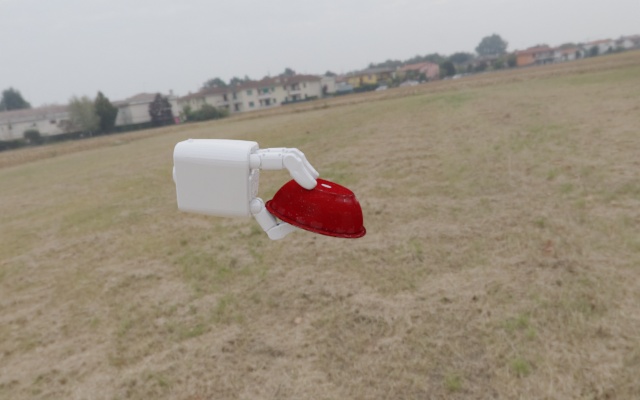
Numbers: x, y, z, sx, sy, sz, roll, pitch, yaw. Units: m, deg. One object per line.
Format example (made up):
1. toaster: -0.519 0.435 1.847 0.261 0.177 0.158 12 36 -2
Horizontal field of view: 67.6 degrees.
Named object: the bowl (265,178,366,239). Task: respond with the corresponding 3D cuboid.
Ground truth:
1. bowl: 0.001 0.002 0.728 0.162 0.055 0.162 16 12 -4
